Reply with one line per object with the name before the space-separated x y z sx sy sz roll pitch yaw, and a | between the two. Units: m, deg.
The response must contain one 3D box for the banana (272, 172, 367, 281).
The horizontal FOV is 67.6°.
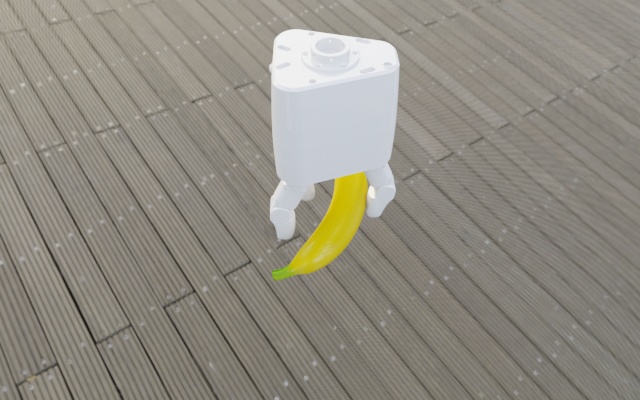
banana | 0.016 0.008 0.527 0.069 0.197 0.037 12 -39 22
